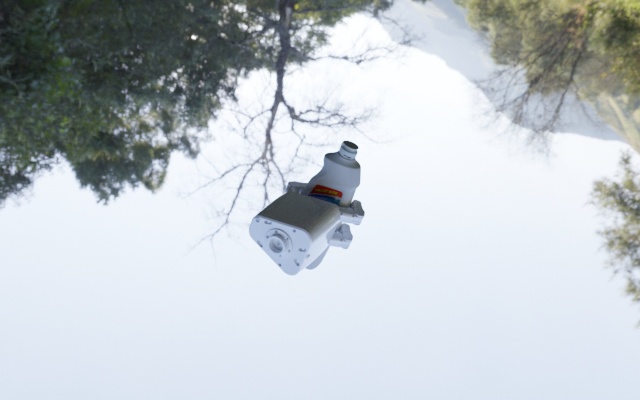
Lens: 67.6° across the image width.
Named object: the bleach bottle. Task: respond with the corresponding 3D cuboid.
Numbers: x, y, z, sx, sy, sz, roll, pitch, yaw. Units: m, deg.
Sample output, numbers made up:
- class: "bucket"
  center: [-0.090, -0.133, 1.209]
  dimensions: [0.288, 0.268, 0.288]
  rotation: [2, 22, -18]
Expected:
- class: "bleach bottle"
  center: [0.000, 0.003, 0.853]
  dimensions: [0.102, 0.251, 0.068]
  rotation: [31, 31, 12]
